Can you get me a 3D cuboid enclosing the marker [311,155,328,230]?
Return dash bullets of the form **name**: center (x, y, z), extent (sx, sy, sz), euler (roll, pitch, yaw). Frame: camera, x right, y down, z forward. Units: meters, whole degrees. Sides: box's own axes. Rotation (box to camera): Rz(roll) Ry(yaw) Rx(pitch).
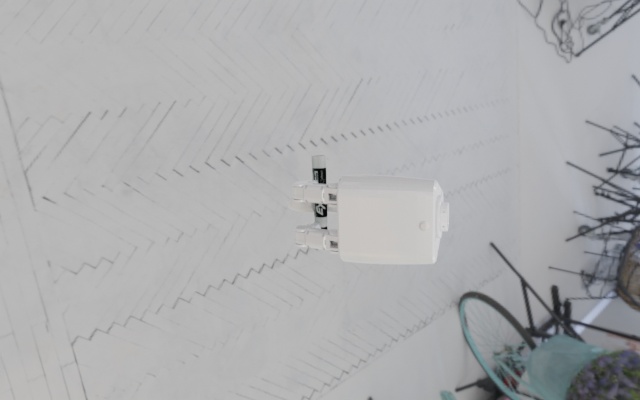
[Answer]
- **marker**: center (0.000, 0.002, 0.619), extent (0.020, 0.121, 0.020), euler (-2, 11, 0)
